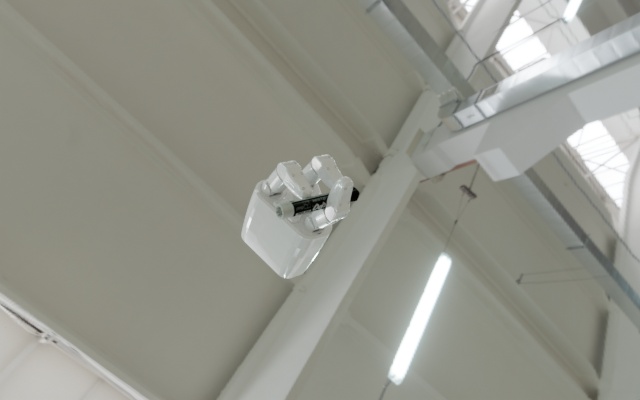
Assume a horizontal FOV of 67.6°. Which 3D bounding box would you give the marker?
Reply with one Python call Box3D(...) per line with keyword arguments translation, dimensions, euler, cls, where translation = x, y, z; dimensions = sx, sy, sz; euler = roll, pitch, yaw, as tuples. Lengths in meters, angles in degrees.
Box3D(translation=(0.000, 0.002, 0.586), dimensions=(0.121, 0.020, 0.020), euler=(-13, 8, -35), cls="marker")
